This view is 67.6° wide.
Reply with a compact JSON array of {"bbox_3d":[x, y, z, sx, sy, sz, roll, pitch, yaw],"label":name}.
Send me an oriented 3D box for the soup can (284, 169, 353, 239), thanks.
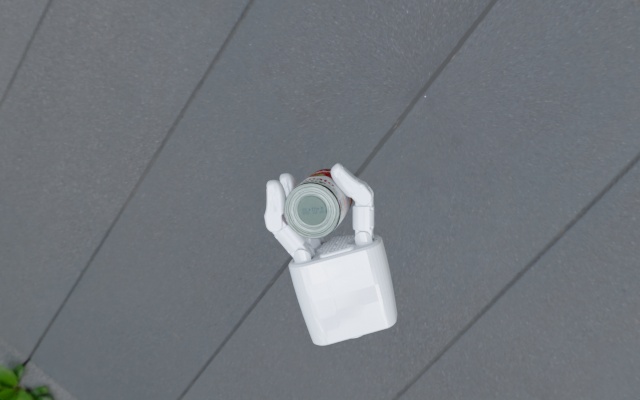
[{"bbox_3d":[0.000,0.001,0.585,0.068,0.068,0.102,0,12,12],"label":"soup can"}]
